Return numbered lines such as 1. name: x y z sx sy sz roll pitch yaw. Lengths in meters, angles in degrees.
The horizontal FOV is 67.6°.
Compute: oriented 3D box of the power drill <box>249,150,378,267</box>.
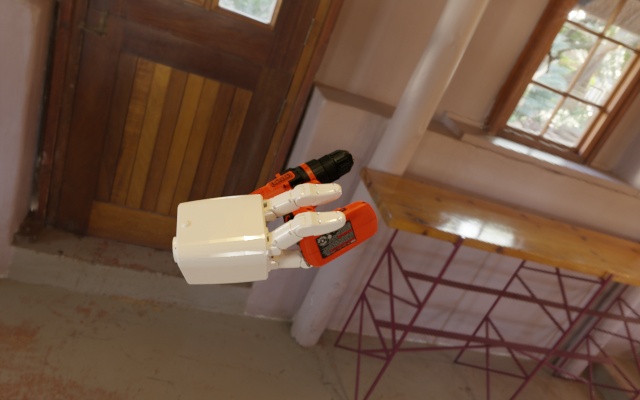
1. power drill: 0.000 0.002 0.668 0.184 0.057 0.187 -31 33 -12
